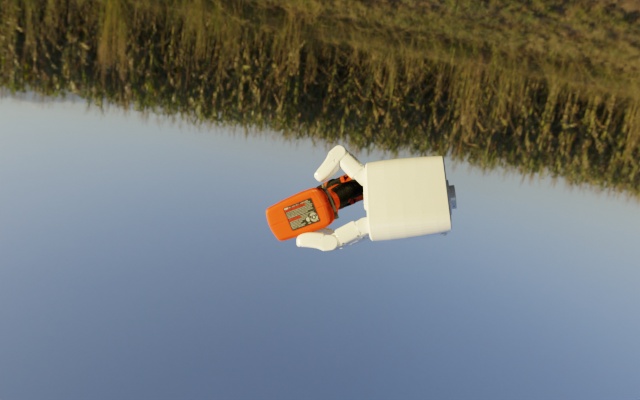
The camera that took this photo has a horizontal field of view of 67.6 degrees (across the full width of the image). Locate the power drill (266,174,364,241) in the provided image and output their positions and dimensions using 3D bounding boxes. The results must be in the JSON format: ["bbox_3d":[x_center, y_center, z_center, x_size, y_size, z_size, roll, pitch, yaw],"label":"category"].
[{"bbox_3d":[0.000,0.002,0.736,0.184,0.057,0.187,-23,3,33],"label":"power drill"}]
